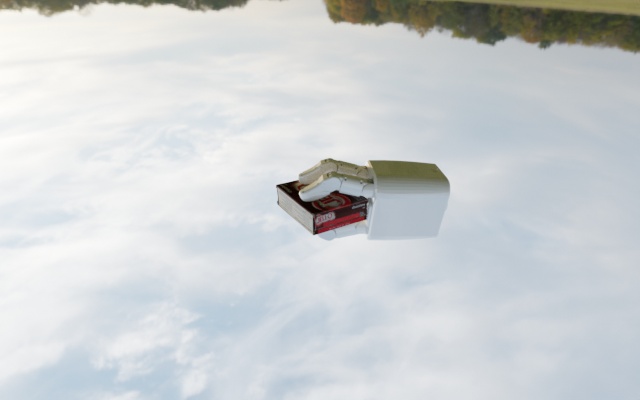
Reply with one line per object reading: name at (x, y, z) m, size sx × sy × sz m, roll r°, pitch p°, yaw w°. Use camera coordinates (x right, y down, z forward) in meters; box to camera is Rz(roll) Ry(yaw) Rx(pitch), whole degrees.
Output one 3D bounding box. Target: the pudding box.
pudding box at (0.000, 0.002, 0.689) m, size 0.090 × 0.039 × 0.113 m, roll -14°, pitch 28°, yaw -29°
